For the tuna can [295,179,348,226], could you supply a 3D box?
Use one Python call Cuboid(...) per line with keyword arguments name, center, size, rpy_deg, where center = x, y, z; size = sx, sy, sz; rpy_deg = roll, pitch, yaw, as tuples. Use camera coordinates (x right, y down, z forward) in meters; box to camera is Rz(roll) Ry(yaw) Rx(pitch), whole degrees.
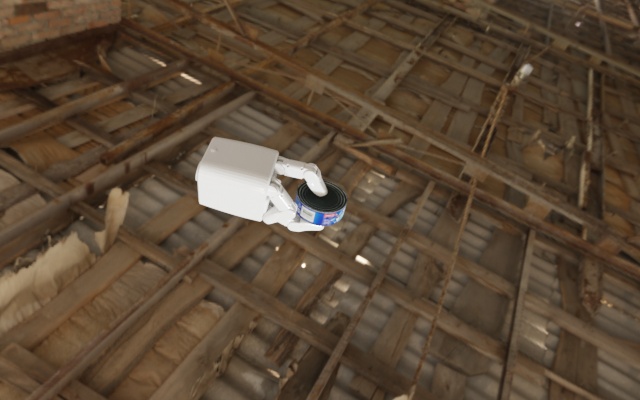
Cuboid(name="tuna can", center=(0.000, 0.003, 0.794), size=(0.086, 0.034, 0.086), rpy_deg=(8, 40, -7))
